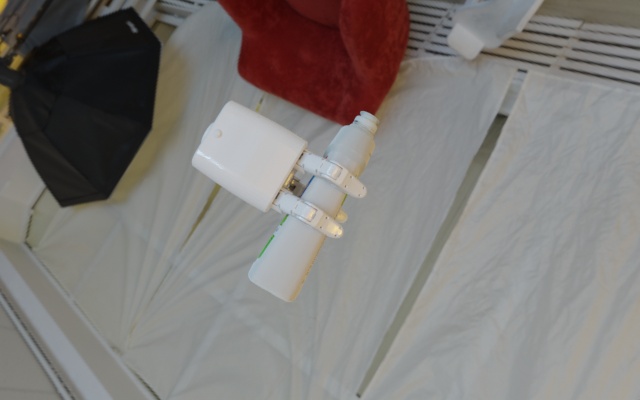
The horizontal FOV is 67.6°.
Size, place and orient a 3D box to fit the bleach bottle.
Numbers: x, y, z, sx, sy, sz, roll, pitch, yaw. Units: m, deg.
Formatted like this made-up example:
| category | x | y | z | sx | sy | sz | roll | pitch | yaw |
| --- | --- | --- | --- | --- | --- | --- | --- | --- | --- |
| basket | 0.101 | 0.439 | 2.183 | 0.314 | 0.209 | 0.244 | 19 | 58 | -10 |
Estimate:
| category | x | y | z | sx | sy | sz | roll | pitch | yaw |
| --- | --- | --- | --- | --- | --- | --- | --- | --- | --- |
| bleach bottle | 0.000 | 0.002 | 0.607 | 0.068 | 0.251 | 0.102 | 30 | -6 | -1 |
